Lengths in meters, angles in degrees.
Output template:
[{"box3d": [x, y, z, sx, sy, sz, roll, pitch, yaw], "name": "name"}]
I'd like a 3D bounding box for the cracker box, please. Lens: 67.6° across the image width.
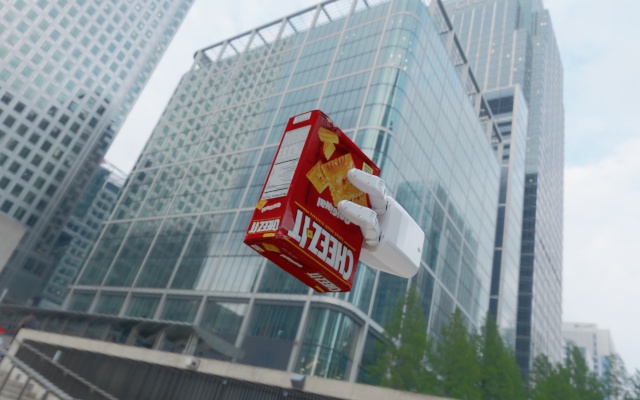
[{"box3d": [0.000, 0.002, 0.689, 0.072, 0.213, 0.164, -11, -39, 40], "name": "cracker box"}]
